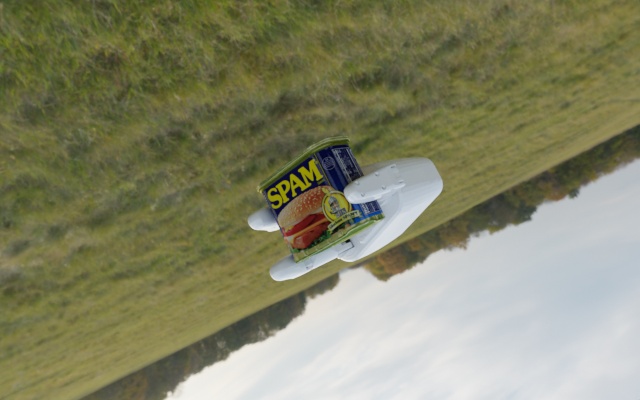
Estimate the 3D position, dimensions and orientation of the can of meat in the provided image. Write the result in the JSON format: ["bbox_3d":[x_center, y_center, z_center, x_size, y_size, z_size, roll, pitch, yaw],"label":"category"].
[{"bbox_3d":[0.000,0.002,0.450,0.102,0.084,0.057,-33,-10,35],"label":"can of meat"}]
